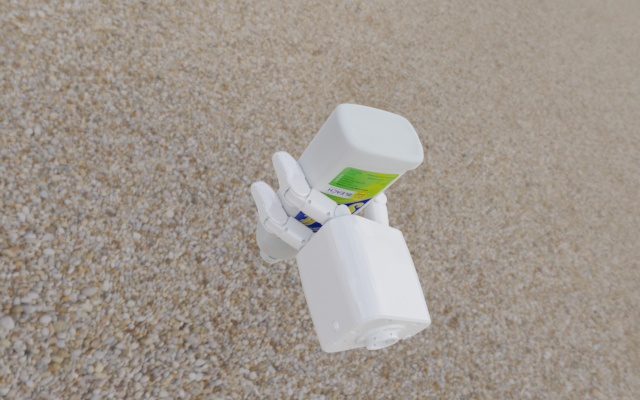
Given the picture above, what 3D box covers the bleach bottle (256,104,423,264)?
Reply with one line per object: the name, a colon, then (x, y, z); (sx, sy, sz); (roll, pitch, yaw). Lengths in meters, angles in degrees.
bleach bottle: (0.000, 0.002, 0.546); (0.102, 0.068, 0.251); (7, -38, -30)
